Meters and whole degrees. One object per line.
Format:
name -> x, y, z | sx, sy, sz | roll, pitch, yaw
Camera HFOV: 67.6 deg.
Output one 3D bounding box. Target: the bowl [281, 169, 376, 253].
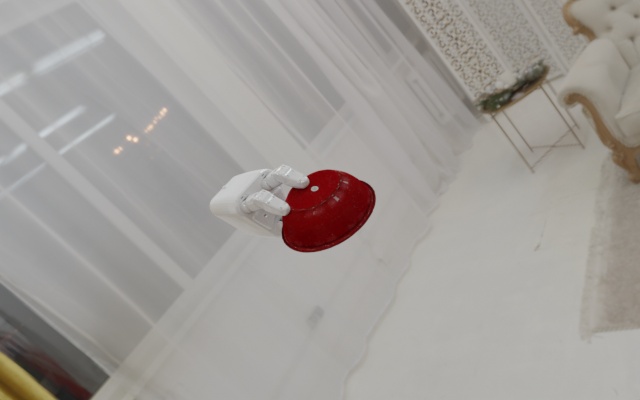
bowl -> 0.001, 0.002, 0.729 | 0.162, 0.055, 0.162 | -20, 34, 15
